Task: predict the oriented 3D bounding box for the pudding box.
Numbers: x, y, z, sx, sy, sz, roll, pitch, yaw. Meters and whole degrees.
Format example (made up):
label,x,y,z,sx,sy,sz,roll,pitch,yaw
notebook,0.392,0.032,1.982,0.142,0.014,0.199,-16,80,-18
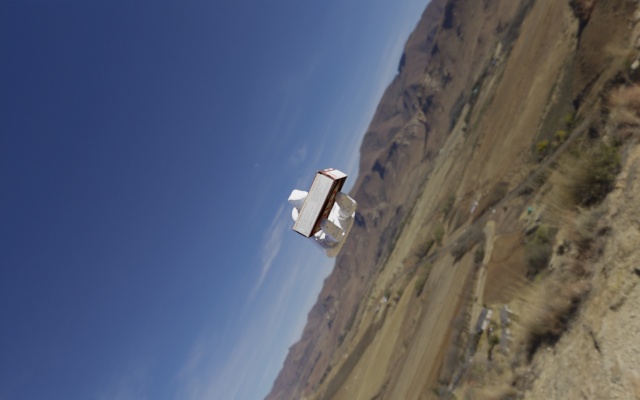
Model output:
label,x,y,z,sx,sy,sz,roll,pitch,yaw
pudding box,0.000,0.003,0.820,0.039,0.113,0.090,25,13,11
